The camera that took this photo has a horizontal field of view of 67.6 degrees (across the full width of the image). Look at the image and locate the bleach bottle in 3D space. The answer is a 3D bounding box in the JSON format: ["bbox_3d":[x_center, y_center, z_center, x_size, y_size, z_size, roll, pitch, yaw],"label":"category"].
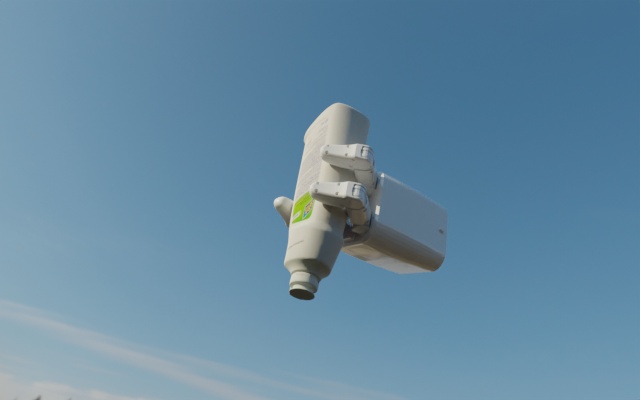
[{"bbox_3d":[0.000,0.002,0.578,0.068,0.250,0.103,25,-36,-17],"label":"bleach bottle"}]
